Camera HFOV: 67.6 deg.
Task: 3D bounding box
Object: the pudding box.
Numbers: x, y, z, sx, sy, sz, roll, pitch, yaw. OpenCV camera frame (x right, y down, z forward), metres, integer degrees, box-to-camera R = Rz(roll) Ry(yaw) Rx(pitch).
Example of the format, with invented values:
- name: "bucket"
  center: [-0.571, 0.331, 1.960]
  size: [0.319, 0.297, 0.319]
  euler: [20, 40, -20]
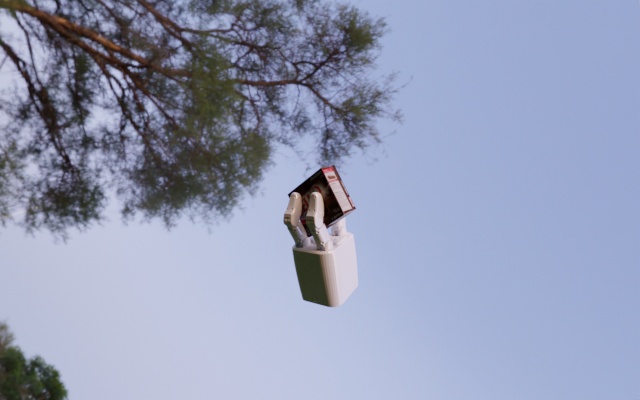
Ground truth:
- name: "pudding box"
  center: [0.000, 0.003, 0.837]
  size: [0.039, 0.090, 0.113]
  euler: [-18, -13, -45]
